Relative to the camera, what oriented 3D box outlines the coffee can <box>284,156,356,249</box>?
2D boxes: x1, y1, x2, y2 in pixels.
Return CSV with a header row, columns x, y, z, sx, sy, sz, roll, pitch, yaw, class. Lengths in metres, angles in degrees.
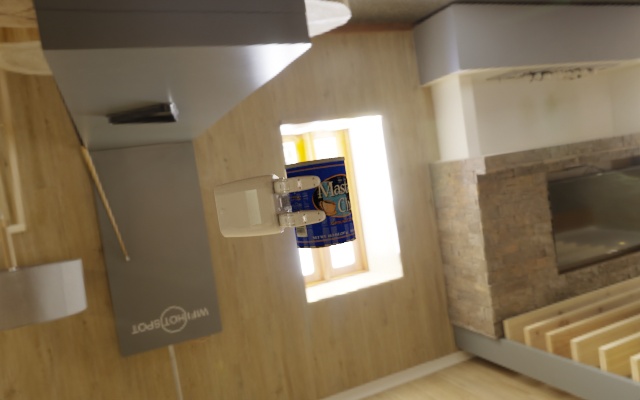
x,y,z,sx,sy,sz,roll,pitch,yaw,class
0.000,0.002,0.802,0.103,0.140,0.103,-8,3,0,coffee can
